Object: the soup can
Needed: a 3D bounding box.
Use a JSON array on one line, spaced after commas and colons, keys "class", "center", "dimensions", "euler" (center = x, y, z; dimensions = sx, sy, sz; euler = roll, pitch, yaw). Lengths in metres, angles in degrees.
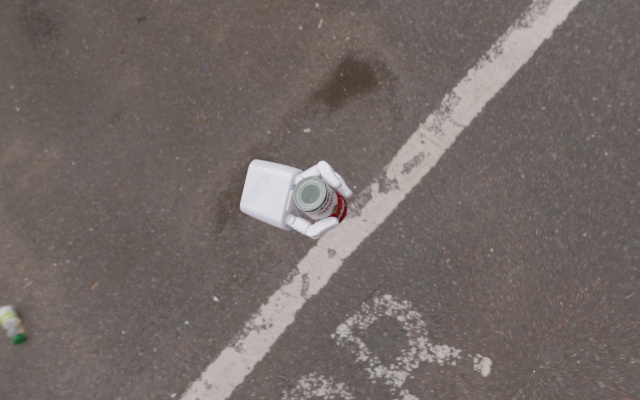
[{"class": "soup can", "center": [0.000, 0.003, 0.866], "dimensions": [0.068, 0.068, 0.102], "euler": [0, -18, 24]}]
